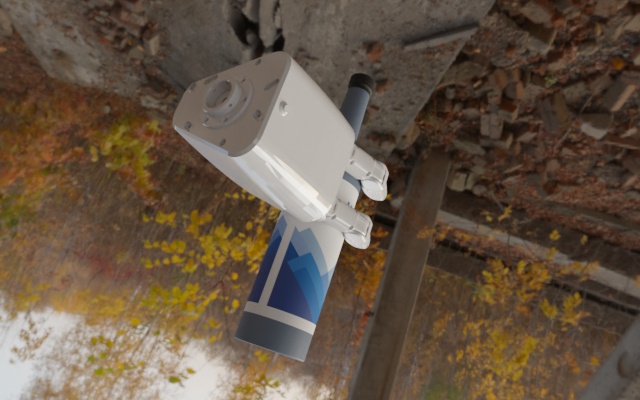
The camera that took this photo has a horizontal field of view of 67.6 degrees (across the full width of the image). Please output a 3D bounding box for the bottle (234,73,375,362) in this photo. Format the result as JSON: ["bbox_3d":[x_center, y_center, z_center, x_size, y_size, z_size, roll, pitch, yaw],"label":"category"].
[{"bbox_3d":[0.000,0.002,0.472,0.069,0.295,0.069,17,-18,6],"label":"bottle"}]
